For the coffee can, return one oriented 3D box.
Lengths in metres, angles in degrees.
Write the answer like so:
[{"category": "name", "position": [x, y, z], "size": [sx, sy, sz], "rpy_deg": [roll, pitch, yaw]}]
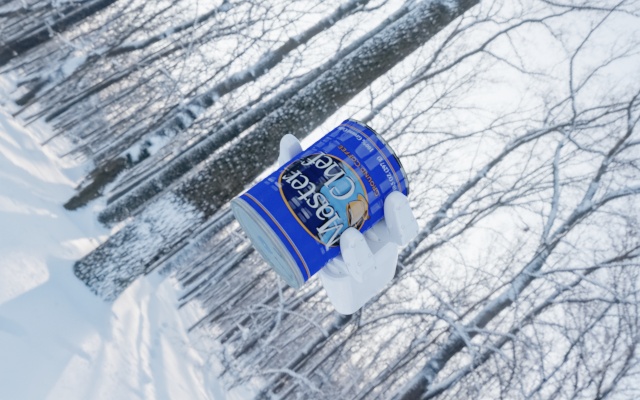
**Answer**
[{"category": "coffee can", "position": [0.000, 0.001, 0.460], "size": [0.140, 0.103, 0.103], "rpy_deg": [-38, 13, -17]}]
